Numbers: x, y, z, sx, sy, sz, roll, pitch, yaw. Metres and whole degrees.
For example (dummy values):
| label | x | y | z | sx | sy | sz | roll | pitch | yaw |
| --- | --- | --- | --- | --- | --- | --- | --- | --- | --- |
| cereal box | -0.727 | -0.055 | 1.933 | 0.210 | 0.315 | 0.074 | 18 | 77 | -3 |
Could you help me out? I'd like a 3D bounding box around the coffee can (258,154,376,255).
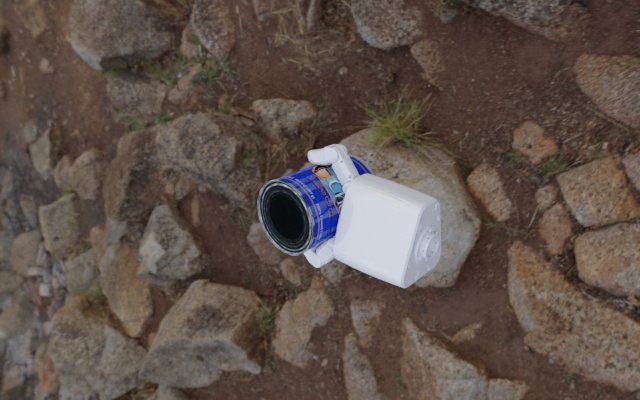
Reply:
| label | x | y | z | sx | sy | sz | roll | pitch | yaw |
| --- | --- | --- | --- | --- | --- | --- | --- | --- | --- |
| coffee can | 0.000 | 0.002 | 0.654 | 0.103 | 0.103 | 0.140 | 0 | 17 | 45 |
